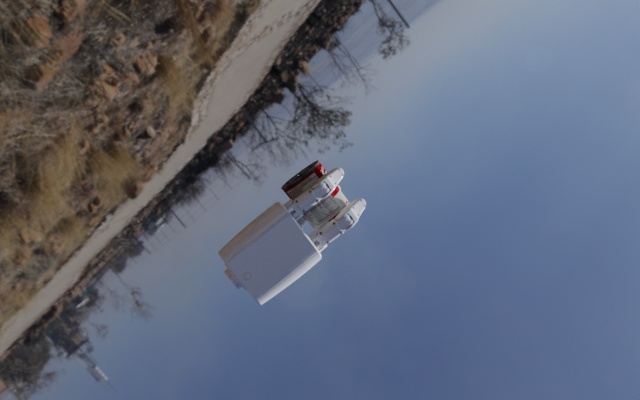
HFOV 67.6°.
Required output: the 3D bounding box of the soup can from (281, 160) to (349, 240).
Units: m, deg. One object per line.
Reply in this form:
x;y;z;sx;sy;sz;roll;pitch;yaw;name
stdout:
0.001;0.002;0.694;0.068;0.102;0.068;-36;10;7;soup can
